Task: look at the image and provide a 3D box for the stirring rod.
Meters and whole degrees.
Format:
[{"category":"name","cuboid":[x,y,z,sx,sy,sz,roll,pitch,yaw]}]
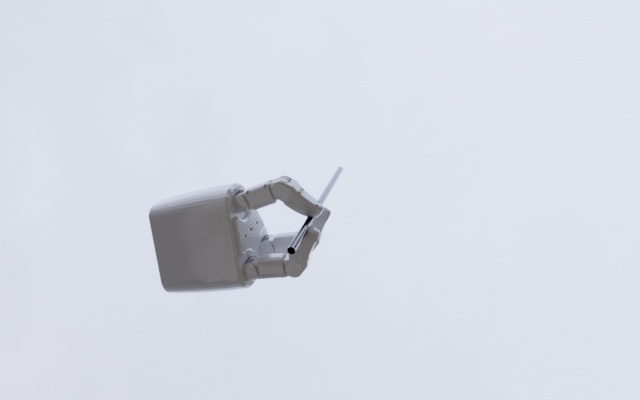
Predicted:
[{"category":"stirring rod","cuboid":[0.000,0.002,0.554,0.011,0.011,0.239,0,22,14]}]
